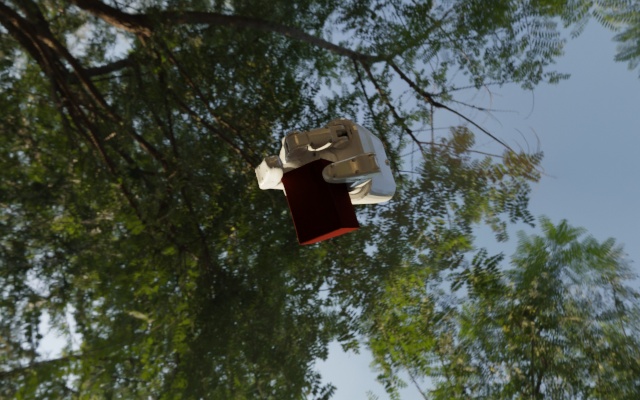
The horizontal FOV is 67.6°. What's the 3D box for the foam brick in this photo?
[{"bbox_3d":[0.000,0.002,0.505,0.053,0.078,0.051,-21,-12,22],"label":"foam brick"}]
